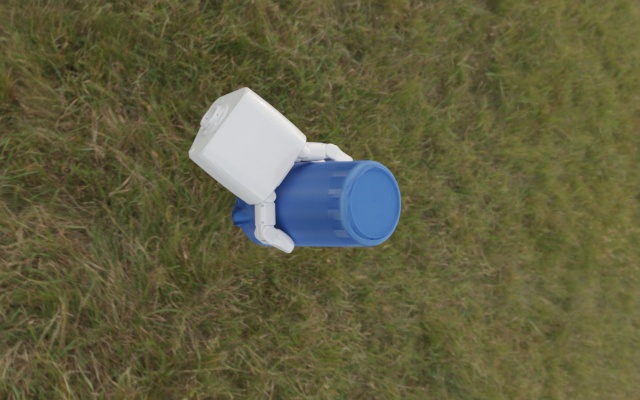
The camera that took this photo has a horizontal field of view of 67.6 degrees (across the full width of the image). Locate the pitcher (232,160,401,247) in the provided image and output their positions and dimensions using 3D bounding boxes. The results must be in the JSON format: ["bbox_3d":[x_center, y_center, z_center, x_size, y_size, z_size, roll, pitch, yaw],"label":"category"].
[{"bbox_3d":[0.000,0.002,0.687,0.145,0.149,0.243,39,-24,-32],"label":"pitcher"}]
